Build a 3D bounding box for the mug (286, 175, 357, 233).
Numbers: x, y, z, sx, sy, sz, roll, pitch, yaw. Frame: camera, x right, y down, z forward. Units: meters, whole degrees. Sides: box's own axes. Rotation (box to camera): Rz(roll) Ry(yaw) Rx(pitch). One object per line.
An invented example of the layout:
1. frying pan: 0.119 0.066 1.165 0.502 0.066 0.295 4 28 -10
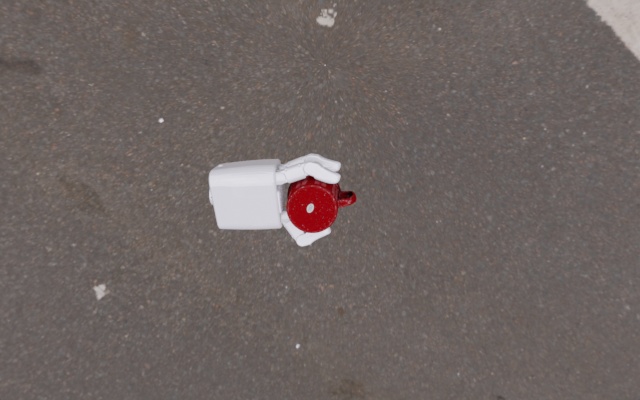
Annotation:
1. mug: 0.002 0.003 0.776 0.117 0.093 0.081 -4 16 3
